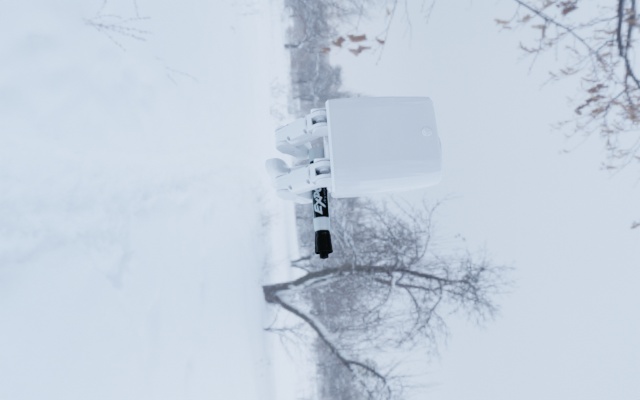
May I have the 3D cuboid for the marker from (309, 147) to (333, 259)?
[{"bbox_3d":[0.000,0.002,0.507,0.020,0.121,0.020,-4,-18,-1],"label":"marker"}]
